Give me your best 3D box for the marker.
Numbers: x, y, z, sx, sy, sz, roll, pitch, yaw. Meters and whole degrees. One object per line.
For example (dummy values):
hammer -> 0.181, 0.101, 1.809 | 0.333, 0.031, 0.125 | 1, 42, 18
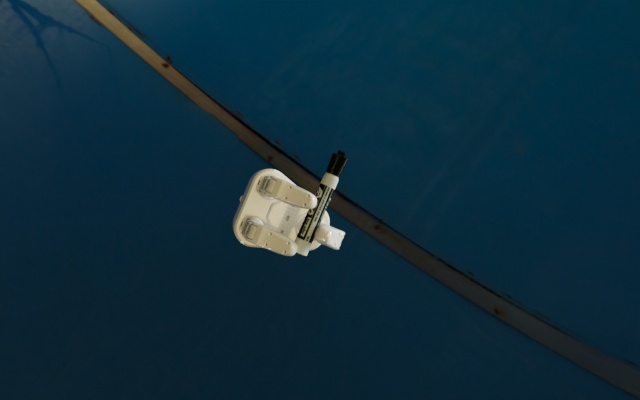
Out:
marker -> 0.000, 0.002, 0.522 | 0.020, 0.121, 0.020 | 23, -2, 1
